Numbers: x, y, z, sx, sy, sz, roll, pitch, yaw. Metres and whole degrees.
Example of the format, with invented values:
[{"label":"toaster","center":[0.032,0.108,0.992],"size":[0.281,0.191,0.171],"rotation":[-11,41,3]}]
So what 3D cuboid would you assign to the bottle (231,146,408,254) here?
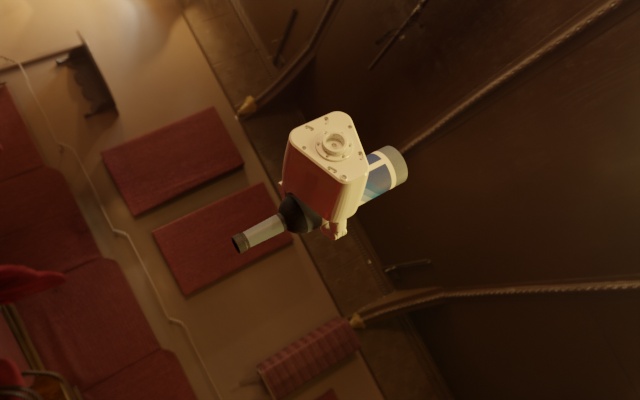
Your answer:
[{"label":"bottle","center":[0.000,0.002,0.740],"size":[0.295,0.069,0.069],"rotation":[-27,10,-20]}]
